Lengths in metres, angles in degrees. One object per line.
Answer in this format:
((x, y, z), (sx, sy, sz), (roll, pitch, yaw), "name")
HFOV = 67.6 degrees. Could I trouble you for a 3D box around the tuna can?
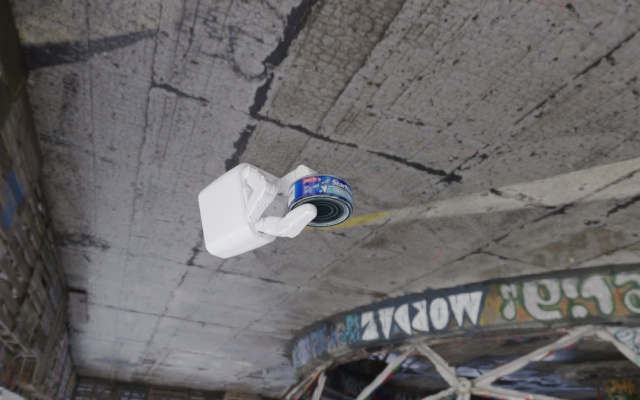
((0.000, 0.003, 0.631), (0.086, 0.033, 0.086), (0, -32, 0), "tuna can")
